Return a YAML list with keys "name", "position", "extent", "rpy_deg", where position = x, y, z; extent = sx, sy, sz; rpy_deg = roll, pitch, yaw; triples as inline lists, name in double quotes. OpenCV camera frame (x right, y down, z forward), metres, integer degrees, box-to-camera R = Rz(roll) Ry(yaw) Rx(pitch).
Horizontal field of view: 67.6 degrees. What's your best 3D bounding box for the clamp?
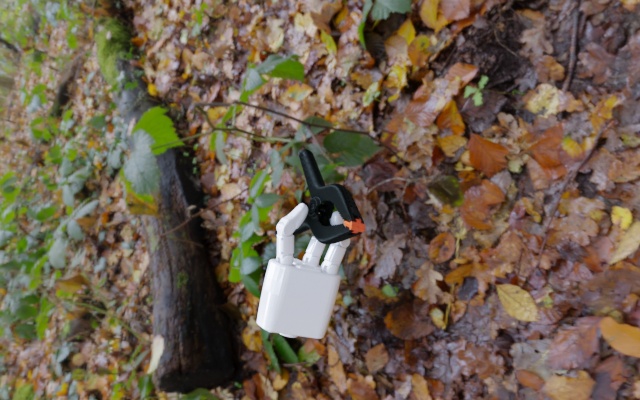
- name: "clamp"
  position: [0.000, 0.003, 0.761]
  extent: [0.036, 0.164, 0.210]
  rpy_deg: [12, 1, -35]
